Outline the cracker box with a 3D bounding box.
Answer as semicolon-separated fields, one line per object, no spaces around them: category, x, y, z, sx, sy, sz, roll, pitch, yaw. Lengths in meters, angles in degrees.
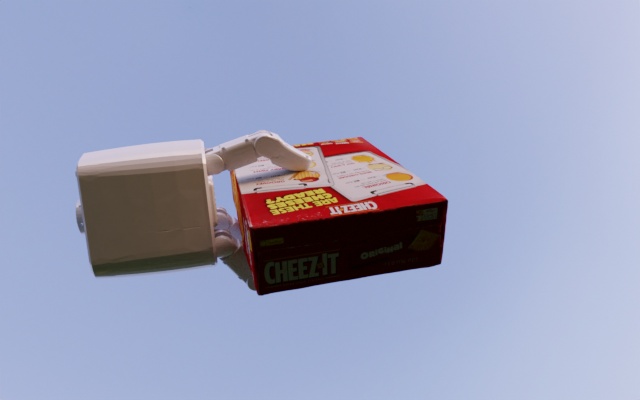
cracker box;0.000;0.001;0.475;0.164;0.072;0.213;-8;23;-13
